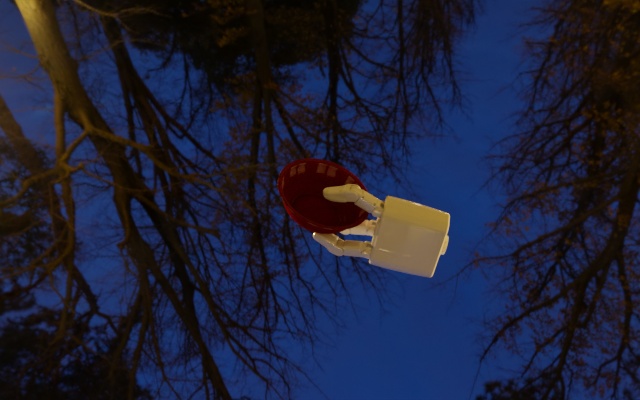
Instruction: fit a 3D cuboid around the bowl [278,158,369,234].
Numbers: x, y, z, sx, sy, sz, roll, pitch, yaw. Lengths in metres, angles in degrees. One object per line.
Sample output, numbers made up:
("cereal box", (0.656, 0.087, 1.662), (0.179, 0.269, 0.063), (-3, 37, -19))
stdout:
("bowl", (-0.001, 0.002, 0.804), (0.162, 0.162, 0.055), (0, -42, -25))
